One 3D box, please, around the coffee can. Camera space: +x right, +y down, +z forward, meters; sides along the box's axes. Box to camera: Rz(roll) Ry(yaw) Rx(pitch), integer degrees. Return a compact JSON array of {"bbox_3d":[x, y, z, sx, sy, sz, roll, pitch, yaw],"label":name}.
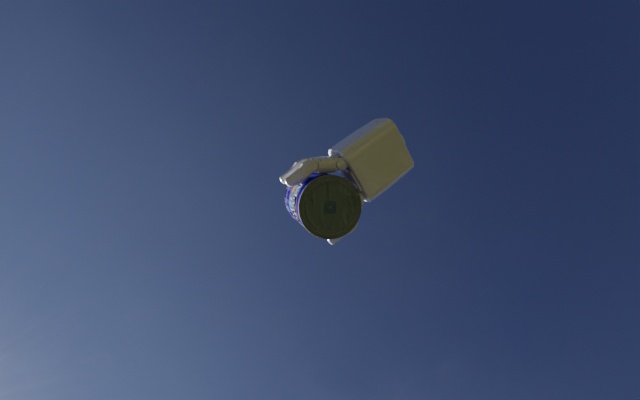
[{"bbox_3d":[0.000,0.003,0.816,0.103,0.103,0.140,0,7,-13],"label":"coffee can"}]
